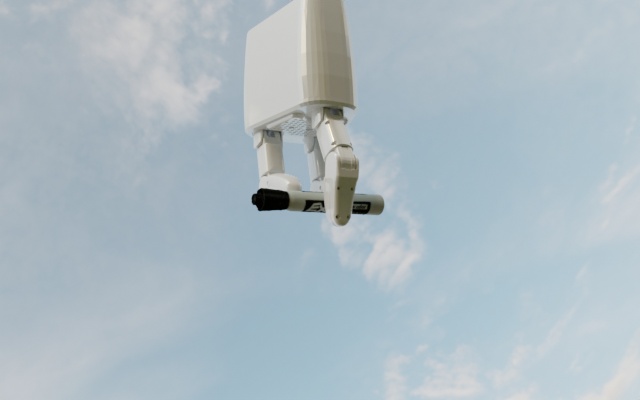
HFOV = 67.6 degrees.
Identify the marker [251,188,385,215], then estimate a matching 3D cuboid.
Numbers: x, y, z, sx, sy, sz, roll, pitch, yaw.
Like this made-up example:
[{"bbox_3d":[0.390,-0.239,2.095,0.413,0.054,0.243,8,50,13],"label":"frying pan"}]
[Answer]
[{"bbox_3d":[0.000,0.001,0.403,0.121,0.020,0.020,3,-1,-29],"label":"marker"}]
